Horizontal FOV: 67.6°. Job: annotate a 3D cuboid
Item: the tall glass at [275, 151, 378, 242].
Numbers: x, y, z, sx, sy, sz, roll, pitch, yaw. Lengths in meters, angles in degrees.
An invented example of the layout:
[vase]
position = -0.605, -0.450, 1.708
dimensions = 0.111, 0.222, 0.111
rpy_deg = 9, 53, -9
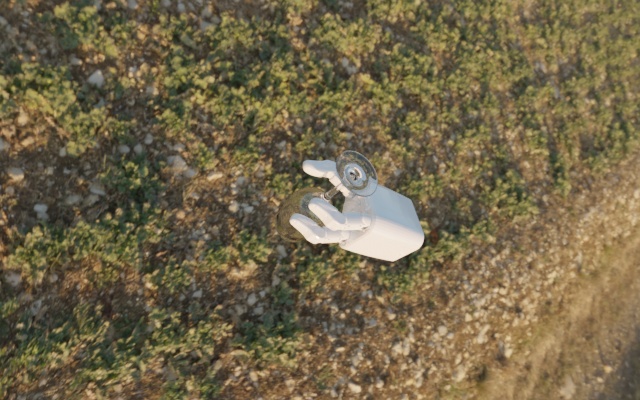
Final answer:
[tall glass]
position = 0.000, 0.002, 0.756
dimensions = 0.079, 0.079, 0.201
rpy_deg = 0, -25, -36
